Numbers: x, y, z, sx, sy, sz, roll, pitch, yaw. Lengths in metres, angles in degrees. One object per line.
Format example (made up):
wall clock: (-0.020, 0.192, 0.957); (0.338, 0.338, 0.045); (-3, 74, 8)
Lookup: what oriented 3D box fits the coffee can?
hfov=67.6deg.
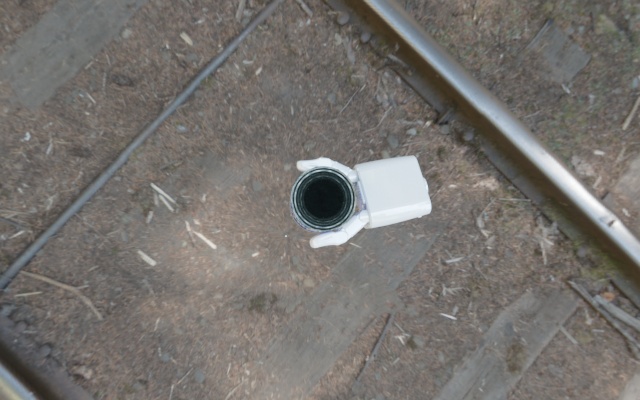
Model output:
coffee can: (0.000, 0.003, 0.802); (0.103, 0.103, 0.140); (0, -4, -4)
